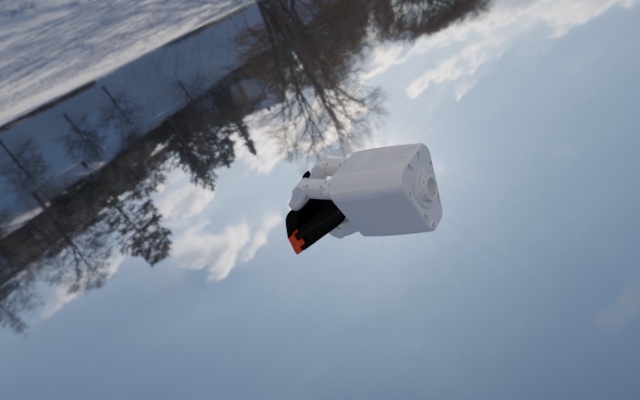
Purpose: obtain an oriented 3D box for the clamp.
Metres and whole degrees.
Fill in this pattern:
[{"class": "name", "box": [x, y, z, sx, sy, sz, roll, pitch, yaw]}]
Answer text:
[{"class": "clamp", "box": [0.000, 0.003, 0.710, 0.164, 0.036, 0.210, -4, 32, 39]}]
